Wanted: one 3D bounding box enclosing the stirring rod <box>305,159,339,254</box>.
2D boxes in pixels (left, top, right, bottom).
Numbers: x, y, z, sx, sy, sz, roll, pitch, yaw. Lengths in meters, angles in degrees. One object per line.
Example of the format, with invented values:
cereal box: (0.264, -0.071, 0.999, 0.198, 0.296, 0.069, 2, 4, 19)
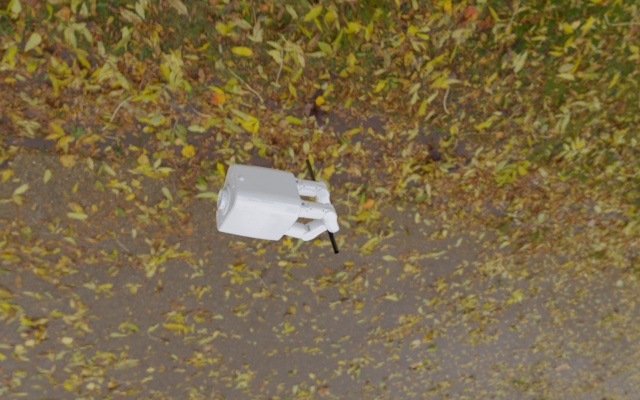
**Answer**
stirring rod: (0.000, 0.003, 0.865, 0.011, 0.011, 0.239, 0, 43, -17)
